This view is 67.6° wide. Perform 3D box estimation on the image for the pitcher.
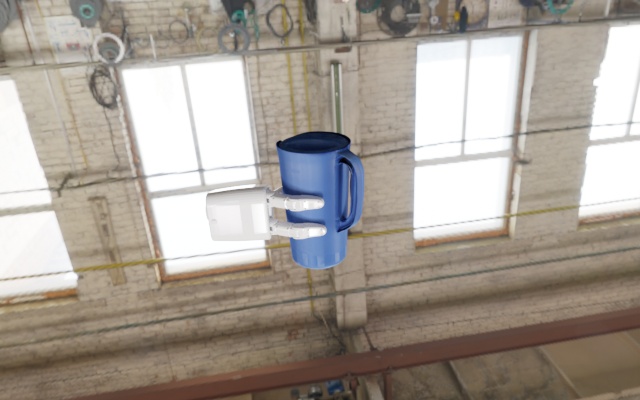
[{"bbox_3d":[0.000,0.003,0.881,0.145,0.243,0.149,-4,24,-3],"label":"pitcher"}]
